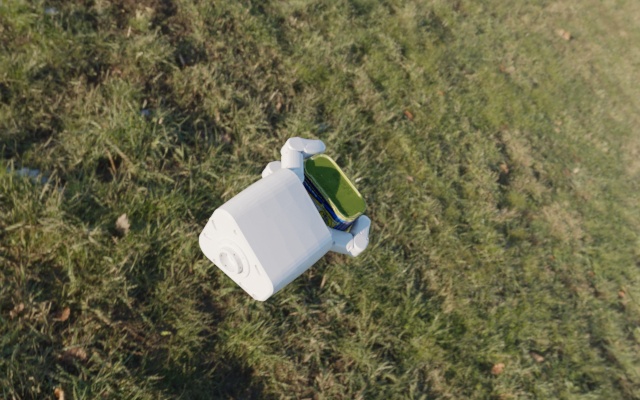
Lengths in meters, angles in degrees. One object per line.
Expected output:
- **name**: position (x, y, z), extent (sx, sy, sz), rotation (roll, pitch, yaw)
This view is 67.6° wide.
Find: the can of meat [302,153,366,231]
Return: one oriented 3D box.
- **can of meat**: position (0.000, 0.002, 0.617), extent (0.057, 0.102, 0.084), rotation (-31, -11, -42)
